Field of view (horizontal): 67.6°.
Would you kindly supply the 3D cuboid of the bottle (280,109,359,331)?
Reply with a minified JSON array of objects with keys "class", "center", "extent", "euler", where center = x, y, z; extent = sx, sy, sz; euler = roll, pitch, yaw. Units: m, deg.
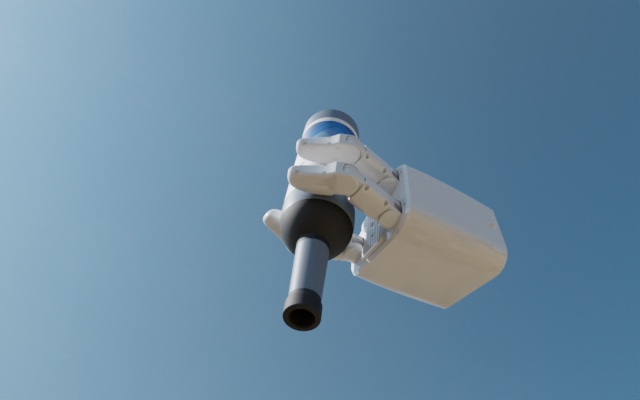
[{"class":"bottle","center":[0.000,0.001,0.454],"extent":[0.069,0.069,0.295],"euler":[0,33,6]}]
